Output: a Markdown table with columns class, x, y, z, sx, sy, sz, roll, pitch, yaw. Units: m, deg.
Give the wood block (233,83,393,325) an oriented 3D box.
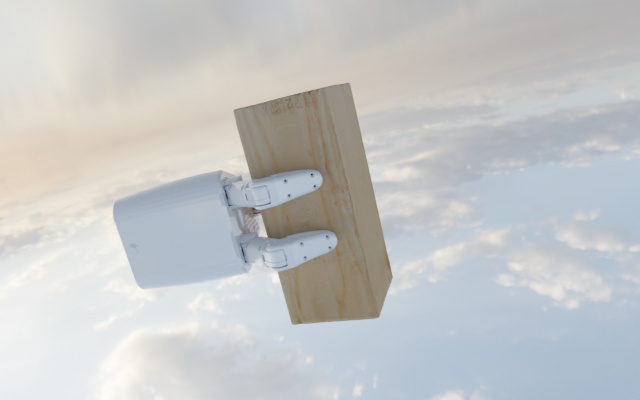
| class | x | y | z | sx | sy | sz | roll | pitch | yaw |
| --- | --- | --- | --- | --- | --- | --- | --- | --- | --- |
| wood block | 0.000 | 0.002 | 0.457 | 0.090 | 0.206 | 0.090 | -10 | 13 | 19 |
